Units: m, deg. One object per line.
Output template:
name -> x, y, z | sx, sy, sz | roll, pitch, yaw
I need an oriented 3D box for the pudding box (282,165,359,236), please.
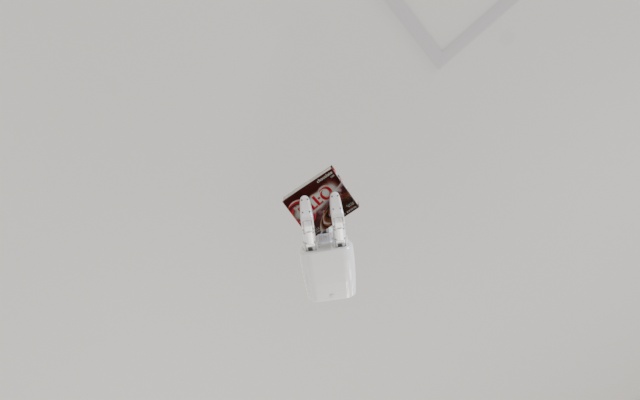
pudding box -> 0.000, 0.003, 0.880 | 0.113, 0.090, 0.039 | -34, 14, 7
